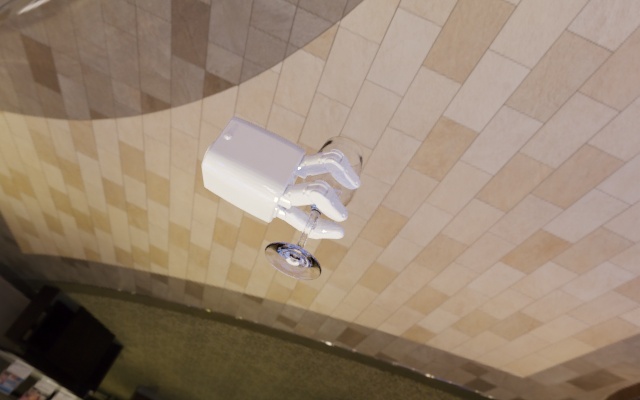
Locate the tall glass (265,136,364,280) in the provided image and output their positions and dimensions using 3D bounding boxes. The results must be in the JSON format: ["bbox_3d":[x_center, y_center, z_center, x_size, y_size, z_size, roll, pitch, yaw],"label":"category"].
[{"bbox_3d":[0.000,0.003,0.636,0.079,0.201,0.079,16,-37,13],"label":"tall glass"}]
